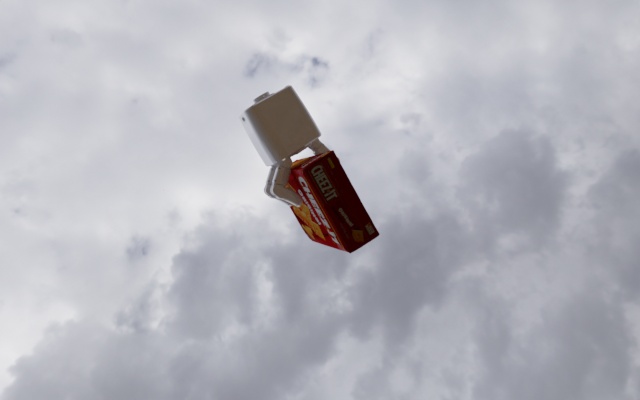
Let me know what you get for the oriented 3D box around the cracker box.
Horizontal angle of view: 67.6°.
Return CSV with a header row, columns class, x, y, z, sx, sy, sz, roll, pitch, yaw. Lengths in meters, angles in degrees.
class,x,y,z,sx,sy,sz,roll,pitch,yaw
cracker box,0.000,0.003,0.870,0.072,0.164,0.213,-33,11,-15
